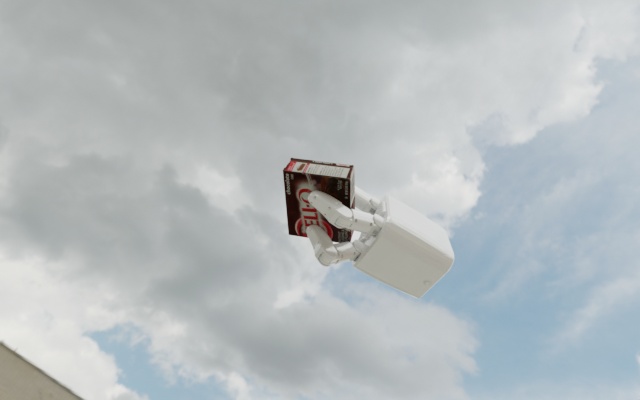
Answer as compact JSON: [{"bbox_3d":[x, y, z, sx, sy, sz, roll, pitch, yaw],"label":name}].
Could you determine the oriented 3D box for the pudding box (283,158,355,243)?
[{"bbox_3d":[0.000,0.002,0.642,0.090,0.114,0.039,7,36,13],"label":"pudding box"}]
